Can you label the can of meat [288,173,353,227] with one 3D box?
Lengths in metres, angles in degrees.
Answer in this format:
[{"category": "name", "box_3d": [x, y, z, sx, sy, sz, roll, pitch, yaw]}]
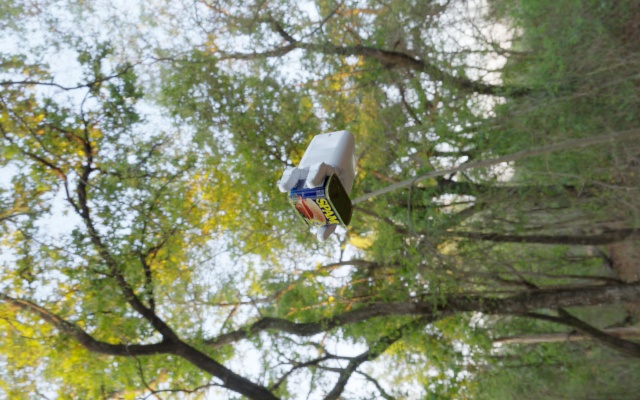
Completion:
[{"category": "can of meat", "box_3d": [0.000, 0.003, 0.869, 0.084, 0.057, 0.102, -5, -44, 28]}]
